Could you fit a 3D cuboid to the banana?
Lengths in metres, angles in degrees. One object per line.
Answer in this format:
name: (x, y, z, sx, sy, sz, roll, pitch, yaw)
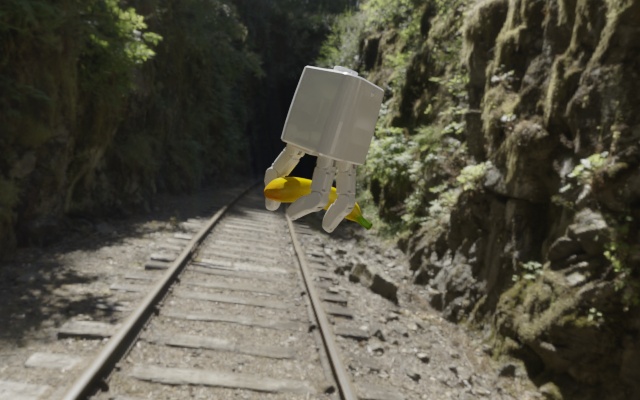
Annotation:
banana: (-0.007, -0.005, 0.689, 0.198, 0.037, 0.069, 17, 15, -38)
